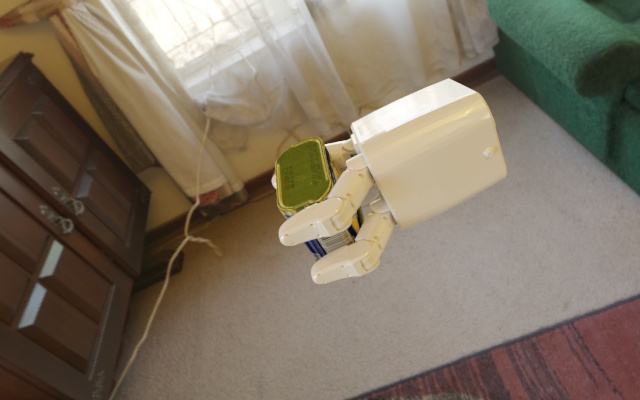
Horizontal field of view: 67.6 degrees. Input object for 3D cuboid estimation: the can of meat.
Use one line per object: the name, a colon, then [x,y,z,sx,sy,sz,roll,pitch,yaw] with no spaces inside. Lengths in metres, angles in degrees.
can of meat: [0.000,0.001,0.450,0.057,0.084,0.102,-24,38,11]
